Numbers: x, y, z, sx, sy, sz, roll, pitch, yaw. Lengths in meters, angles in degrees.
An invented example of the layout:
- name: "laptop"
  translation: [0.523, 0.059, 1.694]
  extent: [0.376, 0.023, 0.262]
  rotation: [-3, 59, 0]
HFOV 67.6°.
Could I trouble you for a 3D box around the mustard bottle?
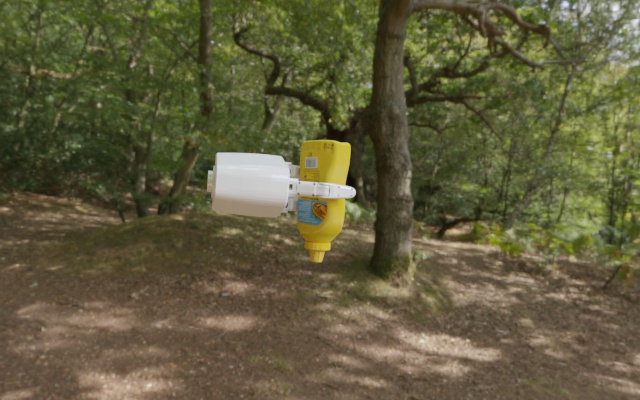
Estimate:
- name: "mustard bottle"
  translation: [0.000, 0.002, 0.760]
  extent: [0.058, 0.191, 0.096]
  rotation: [4, 2, -39]
